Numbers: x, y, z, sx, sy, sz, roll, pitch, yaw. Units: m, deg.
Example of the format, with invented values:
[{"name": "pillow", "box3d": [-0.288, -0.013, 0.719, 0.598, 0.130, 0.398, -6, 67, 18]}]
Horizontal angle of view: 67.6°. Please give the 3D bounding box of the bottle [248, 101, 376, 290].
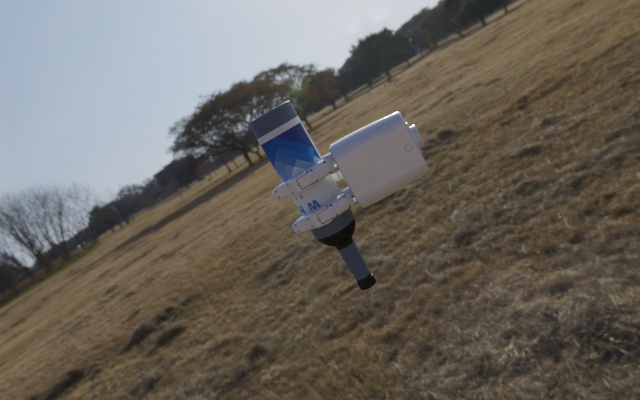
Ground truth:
[{"name": "bottle", "box3d": [0.000, 0.002, 0.693, 0.069, 0.296, 0.069, -29, 11, 6]}]
